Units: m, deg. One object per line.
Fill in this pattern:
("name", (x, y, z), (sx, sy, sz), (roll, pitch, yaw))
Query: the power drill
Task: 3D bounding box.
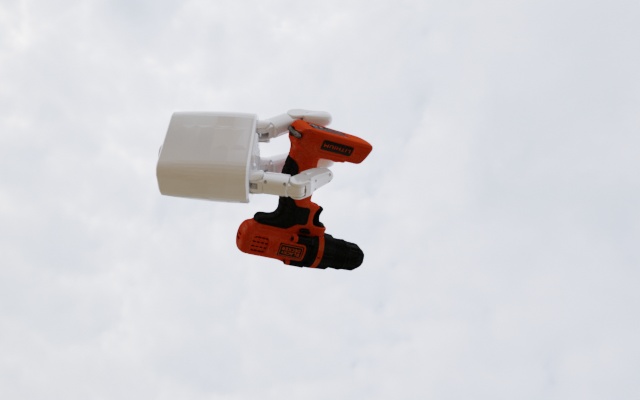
("power drill", (0.000, 0.002, 0.623), (0.184, 0.188, 0.057), (13, 15, -25))
